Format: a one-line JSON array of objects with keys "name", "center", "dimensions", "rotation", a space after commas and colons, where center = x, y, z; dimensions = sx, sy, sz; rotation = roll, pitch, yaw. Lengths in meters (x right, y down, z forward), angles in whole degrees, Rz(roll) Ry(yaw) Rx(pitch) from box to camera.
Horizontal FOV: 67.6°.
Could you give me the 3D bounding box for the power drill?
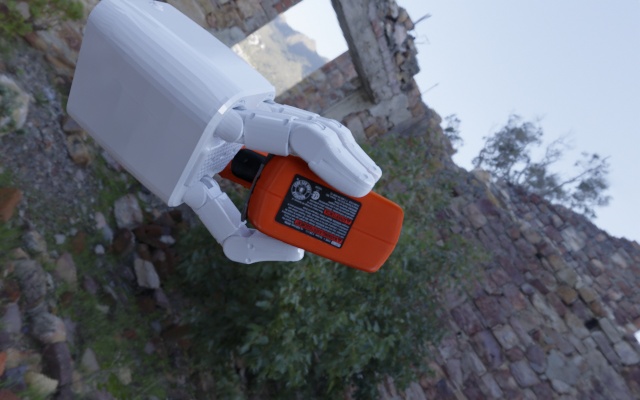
[{"name": "power drill", "center": [0.000, 0.001, 0.407], "dimensions": [0.184, 0.057, 0.187], "rotation": [22, 4, -15]}]
